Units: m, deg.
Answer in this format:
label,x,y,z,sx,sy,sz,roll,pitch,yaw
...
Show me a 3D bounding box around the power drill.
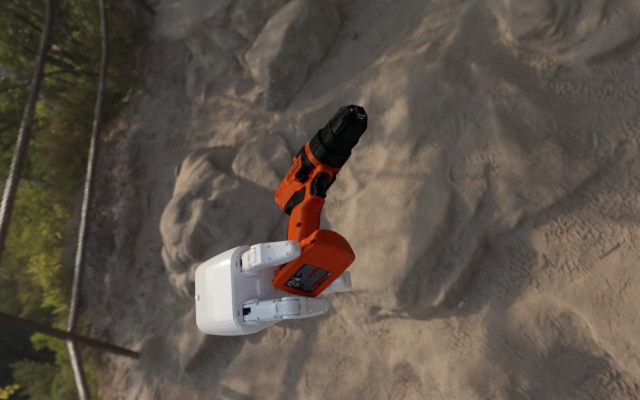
label,x,y,z,sx,sy,sz,roll,pitch,yaw
power drill,0.000,0.002,0.550,0.057,0.187,0.184,21,-46,-19
